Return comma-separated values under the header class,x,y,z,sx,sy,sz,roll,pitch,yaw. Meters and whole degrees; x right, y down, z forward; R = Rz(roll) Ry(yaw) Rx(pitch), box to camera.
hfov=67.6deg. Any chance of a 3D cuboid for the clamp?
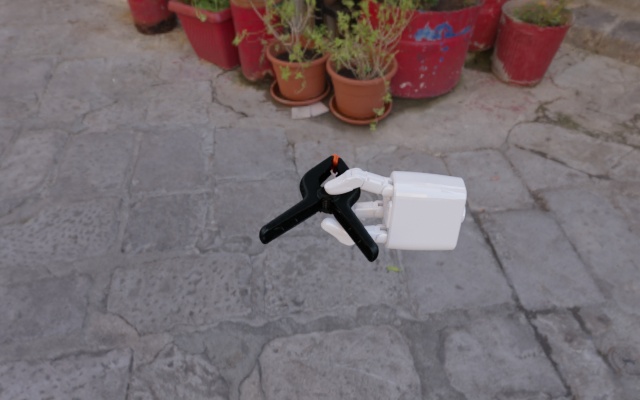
class,x,y,z,sx,sy,sz,roll,pitch,yaw
clamp,0.000,0.001,0.713,0.164,0.036,0.209,5,42,-3
